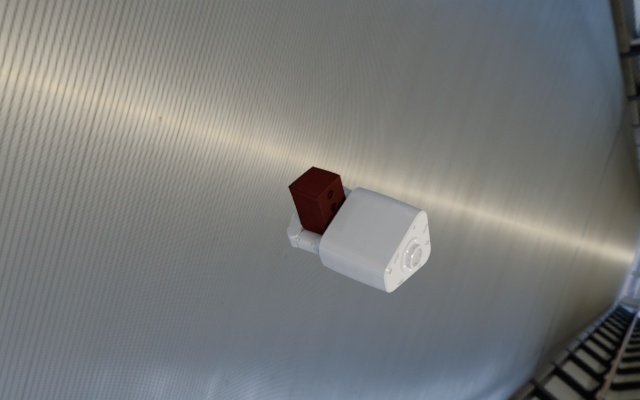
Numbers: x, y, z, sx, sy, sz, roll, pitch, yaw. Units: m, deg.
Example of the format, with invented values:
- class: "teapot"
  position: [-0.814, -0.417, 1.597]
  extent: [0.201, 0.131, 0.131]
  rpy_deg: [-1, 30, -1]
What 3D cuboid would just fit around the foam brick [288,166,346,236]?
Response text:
- class: "foam brick"
  position: [0.000, 0.002, 0.651]
  extent: [0.051, 0.078, 0.053]
  rpy_deg: [20, 52, 37]
